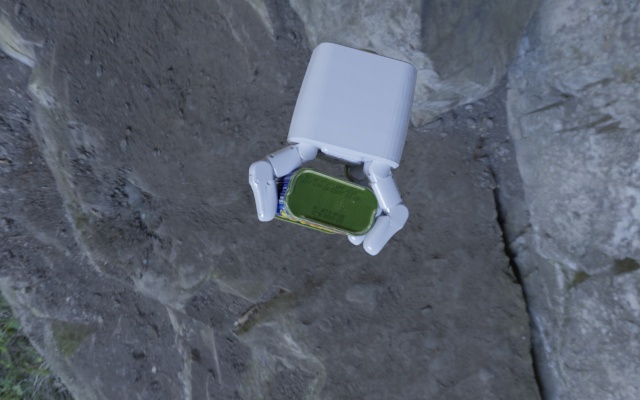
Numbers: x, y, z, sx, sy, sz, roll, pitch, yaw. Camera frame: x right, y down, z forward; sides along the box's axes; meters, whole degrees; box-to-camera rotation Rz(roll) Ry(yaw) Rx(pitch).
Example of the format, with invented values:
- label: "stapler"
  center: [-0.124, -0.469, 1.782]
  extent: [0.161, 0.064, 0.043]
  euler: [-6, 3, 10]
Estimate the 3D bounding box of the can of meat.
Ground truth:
- label: "can of meat"
  center: [0.000, 0.002, 0.504]
  extent: [0.102, 0.057, 0.084]
  euler: [17, -5, -18]
